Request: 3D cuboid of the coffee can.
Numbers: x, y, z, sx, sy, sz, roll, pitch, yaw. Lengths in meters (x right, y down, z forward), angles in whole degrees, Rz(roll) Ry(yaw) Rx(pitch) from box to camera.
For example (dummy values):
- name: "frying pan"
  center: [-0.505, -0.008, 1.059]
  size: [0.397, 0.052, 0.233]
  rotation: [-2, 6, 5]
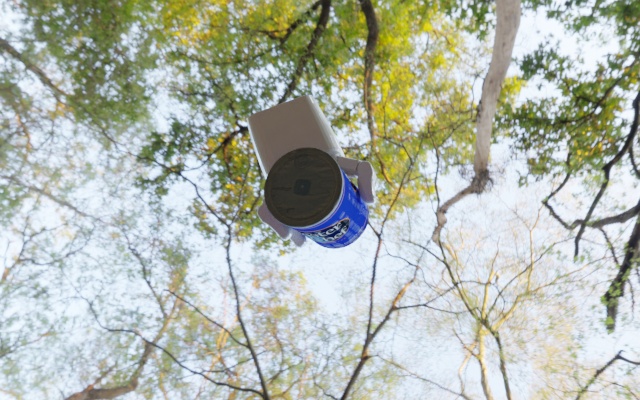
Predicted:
- name: "coffee can"
  center: [0.000, 0.002, 0.641]
  size: [0.103, 0.102, 0.140]
  rotation: [0, -16, 20]
